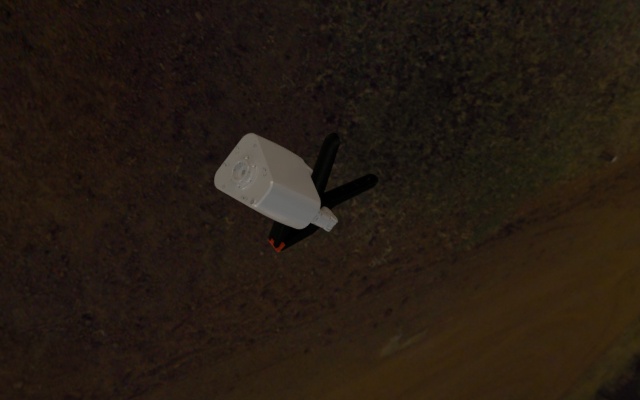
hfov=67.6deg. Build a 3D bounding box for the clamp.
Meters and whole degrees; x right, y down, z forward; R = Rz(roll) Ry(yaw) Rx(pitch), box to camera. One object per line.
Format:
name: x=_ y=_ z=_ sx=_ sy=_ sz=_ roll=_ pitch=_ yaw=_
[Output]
clamp: x=0.000 y=0.003 z=0.782 sx=0.164 sy=0.210 sz=0.036 roll=27 pitch=16 yaw=-50
